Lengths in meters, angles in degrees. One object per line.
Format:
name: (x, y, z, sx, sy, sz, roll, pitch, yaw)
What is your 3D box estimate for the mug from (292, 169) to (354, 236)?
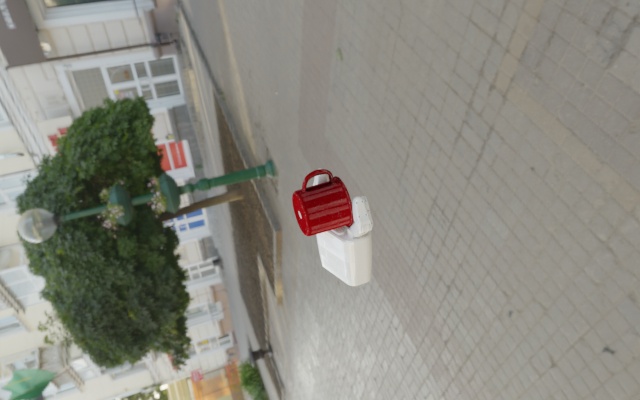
mug: (0.000, 0.002, 0.815, 0.081, 0.117, 0.093, -16, 31, -15)
